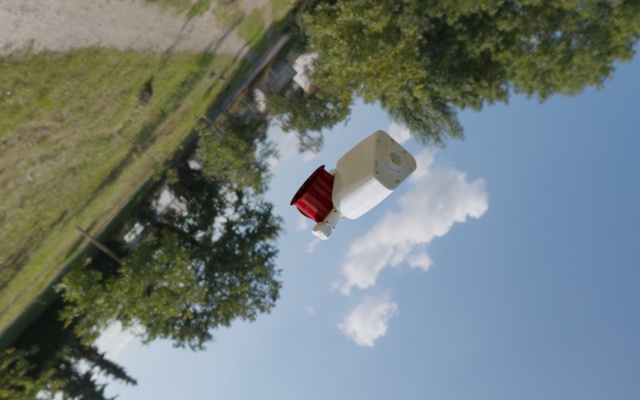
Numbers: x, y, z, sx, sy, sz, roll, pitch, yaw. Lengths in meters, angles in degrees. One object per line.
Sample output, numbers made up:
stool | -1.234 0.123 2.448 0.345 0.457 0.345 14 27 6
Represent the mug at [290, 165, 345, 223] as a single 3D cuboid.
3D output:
mug | -0.001 0.004 0.851 0.081 0.093 0.117 40 -41 -11
